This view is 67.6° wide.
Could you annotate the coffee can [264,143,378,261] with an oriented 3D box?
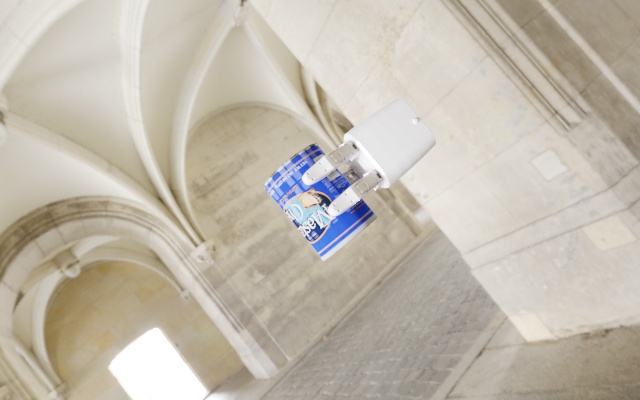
[{"bbox_3d":[0.000,0.003,0.700,0.103,0.140,0.103,-39,-4,-3],"label":"coffee can"}]
